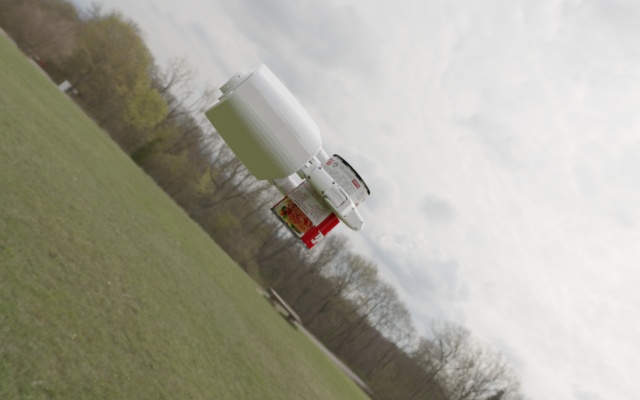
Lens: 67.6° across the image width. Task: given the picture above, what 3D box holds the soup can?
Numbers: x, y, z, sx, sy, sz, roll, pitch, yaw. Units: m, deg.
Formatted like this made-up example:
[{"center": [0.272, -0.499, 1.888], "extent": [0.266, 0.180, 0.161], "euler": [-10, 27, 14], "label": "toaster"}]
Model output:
[{"center": [0.001, 0.002, 0.567], "extent": [0.102, 0.068, 0.068], "euler": [-42, 5, -5], "label": "soup can"}]
